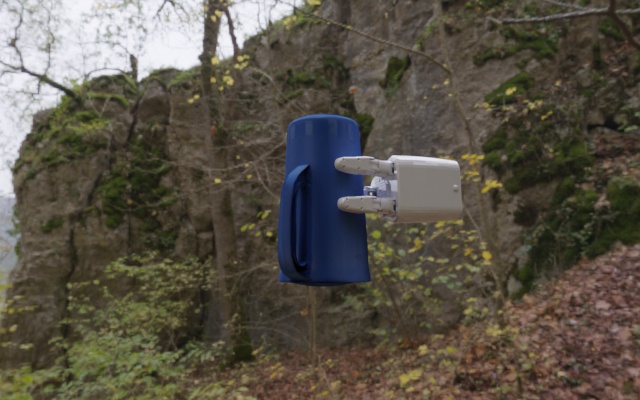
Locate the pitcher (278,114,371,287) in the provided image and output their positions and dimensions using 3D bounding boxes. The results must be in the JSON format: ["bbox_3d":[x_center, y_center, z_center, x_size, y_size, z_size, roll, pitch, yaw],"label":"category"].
[{"bbox_3d":[0.000,0.002,0.693,0.145,0.243,0.149,1,-7,-14],"label":"pitcher"}]
